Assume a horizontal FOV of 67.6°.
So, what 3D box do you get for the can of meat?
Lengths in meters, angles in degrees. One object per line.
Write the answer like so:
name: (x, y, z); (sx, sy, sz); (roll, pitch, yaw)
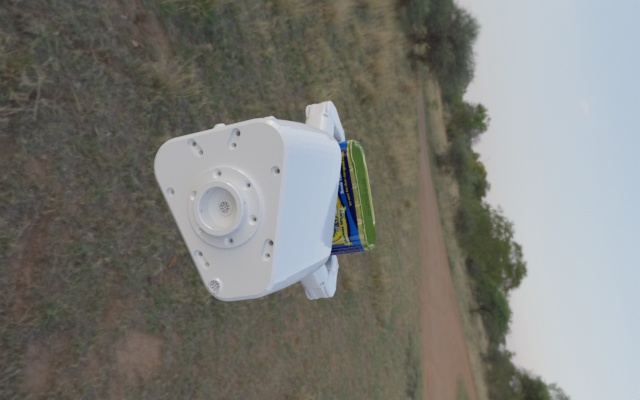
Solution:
can of meat: (0.000, 0.001, 0.426); (0.084, 0.102, 0.057); (-10, -2, 18)
